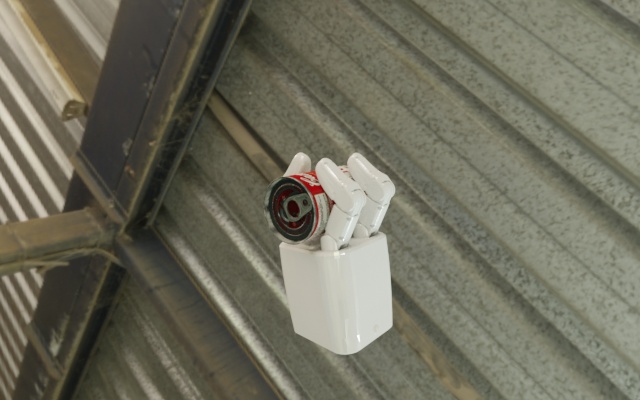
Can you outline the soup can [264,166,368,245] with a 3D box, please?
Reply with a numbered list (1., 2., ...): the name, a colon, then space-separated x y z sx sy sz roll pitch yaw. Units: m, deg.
1. soup can: 0.000 0.001 0.503 0.068 0.068 0.102 0 10 40
